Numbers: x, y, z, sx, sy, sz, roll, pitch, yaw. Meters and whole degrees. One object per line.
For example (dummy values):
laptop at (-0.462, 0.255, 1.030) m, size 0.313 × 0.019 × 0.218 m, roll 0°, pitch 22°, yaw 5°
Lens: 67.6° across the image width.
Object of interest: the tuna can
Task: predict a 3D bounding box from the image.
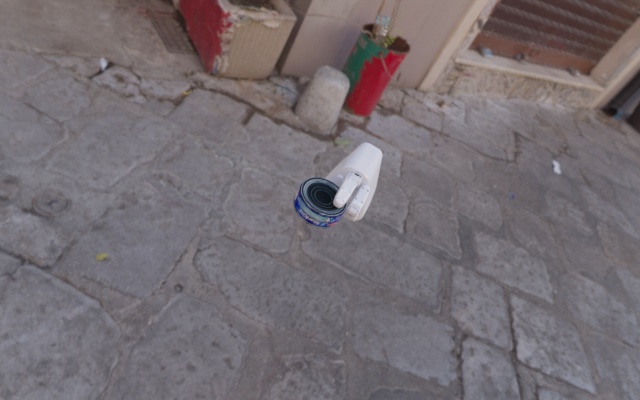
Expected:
tuna can at (0.000, 0.002, 0.792) m, size 0.086 × 0.086 × 0.034 m, roll 0°, pitch -39°, yaw -30°
